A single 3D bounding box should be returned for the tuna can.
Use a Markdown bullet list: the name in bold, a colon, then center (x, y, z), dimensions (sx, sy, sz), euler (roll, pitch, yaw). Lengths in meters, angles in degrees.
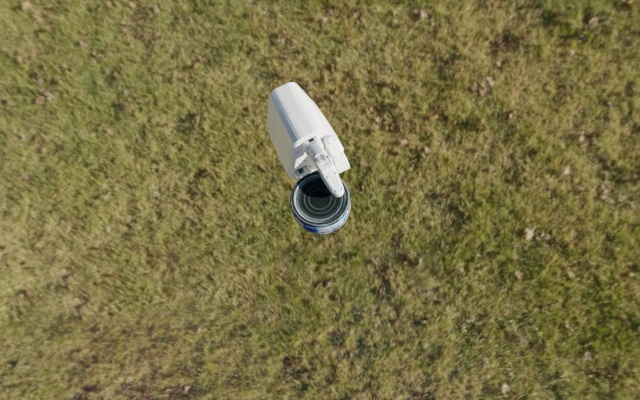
- **tuna can**: center (0.000, 0.002, 0.682), dimensions (0.086, 0.086, 0.034), euler (0, -21, 3)
